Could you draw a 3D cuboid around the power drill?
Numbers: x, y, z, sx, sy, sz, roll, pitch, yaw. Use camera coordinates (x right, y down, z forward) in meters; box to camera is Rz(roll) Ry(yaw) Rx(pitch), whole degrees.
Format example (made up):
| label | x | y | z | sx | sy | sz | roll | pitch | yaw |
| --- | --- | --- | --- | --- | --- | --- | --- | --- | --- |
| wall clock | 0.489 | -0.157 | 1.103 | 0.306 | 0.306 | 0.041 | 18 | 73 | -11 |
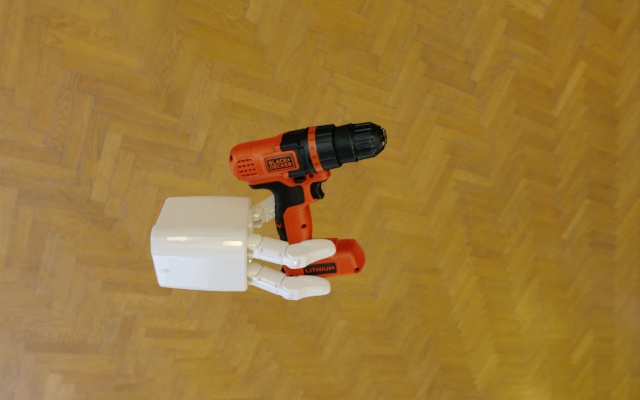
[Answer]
| label | x | y | z | sx | sy | sz | roll | pitch | yaw |
| --- | --- | --- | --- | --- | --- | --- | --- | --- | --- |
| power drill | 0.000 | 0.002 | 0.574 | 0.184 | 0.188 | 0.057 | -7 | 25 | 16 |
